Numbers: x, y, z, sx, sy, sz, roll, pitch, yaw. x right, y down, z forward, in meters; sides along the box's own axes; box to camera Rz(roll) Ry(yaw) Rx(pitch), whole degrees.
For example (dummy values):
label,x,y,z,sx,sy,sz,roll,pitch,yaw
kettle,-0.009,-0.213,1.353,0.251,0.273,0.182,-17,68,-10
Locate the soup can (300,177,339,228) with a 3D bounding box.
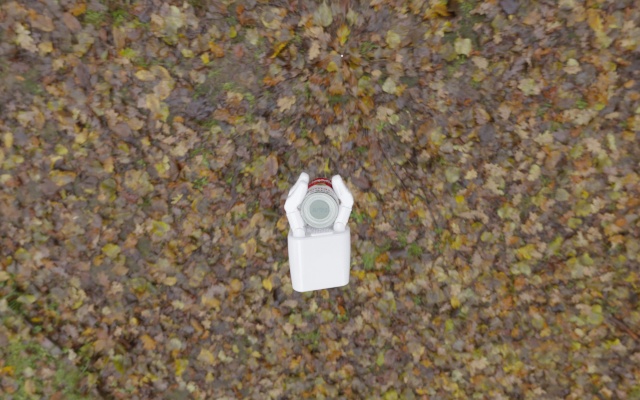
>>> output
label,x,y,z,sx,sy,sz,roll,pitch,yaw
soup can,0.000,0.002,0.865,0.068,0.068,0.102,0,17,3
